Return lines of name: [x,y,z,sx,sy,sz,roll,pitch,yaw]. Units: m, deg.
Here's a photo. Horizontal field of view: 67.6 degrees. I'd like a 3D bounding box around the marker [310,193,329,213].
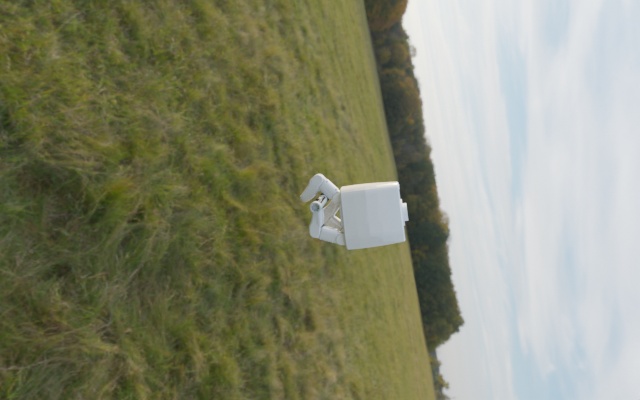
marker: [0.000,0.003,0.841,0.020,0.020,0.121,0,9,8]
